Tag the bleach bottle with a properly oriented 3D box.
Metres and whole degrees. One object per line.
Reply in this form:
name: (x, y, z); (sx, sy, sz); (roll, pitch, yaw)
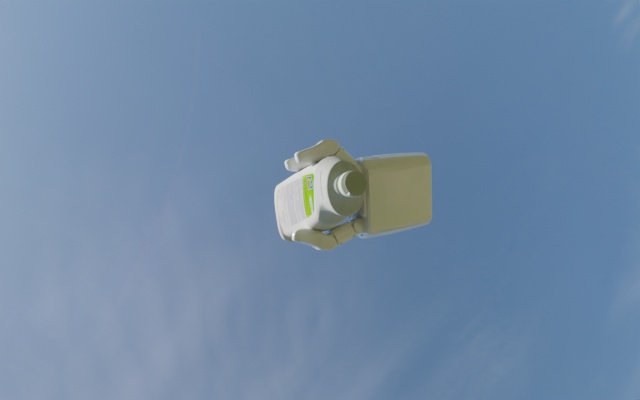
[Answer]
bleach bottle: (0.000, 0.002, 0.652); (0.068, 0.102, 0.251); (-9, -3, -20)
